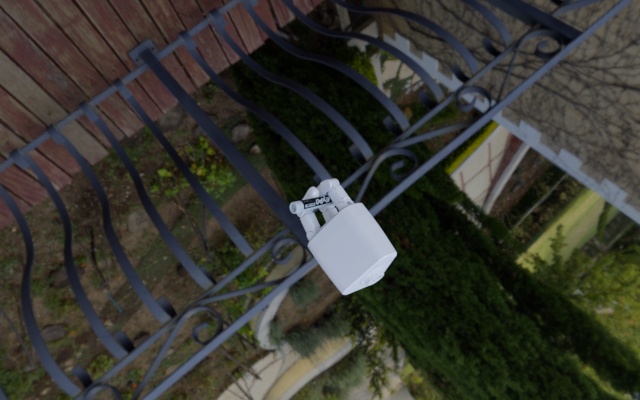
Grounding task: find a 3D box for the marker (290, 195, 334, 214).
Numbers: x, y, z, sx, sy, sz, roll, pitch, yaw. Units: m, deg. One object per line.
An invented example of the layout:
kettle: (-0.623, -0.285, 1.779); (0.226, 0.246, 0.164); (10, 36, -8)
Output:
marker: (0.000, 0.003, 0.797); (0.121, 0.020, 0.020); (-12, 8, -43)
